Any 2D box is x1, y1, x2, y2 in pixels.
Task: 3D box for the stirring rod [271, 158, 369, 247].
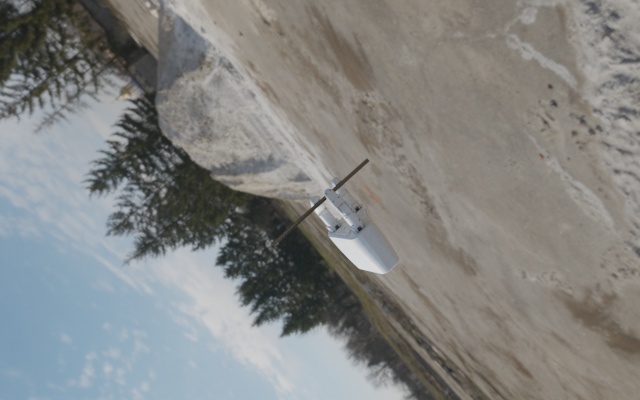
[{"bbox_3d":[0.000,0.003,0.889,0.239,0.011,0.011,-42,4,-5],"label":"stirring rod"}]
